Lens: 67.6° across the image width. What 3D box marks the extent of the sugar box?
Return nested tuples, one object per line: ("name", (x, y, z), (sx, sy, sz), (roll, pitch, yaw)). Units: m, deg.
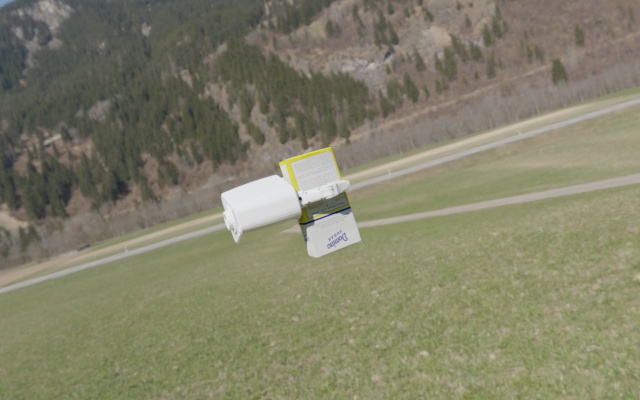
("sugar box", (0.000, 0.003, 0.837), (0.093, 0.176, 0.048), (-18, 6, -20))
